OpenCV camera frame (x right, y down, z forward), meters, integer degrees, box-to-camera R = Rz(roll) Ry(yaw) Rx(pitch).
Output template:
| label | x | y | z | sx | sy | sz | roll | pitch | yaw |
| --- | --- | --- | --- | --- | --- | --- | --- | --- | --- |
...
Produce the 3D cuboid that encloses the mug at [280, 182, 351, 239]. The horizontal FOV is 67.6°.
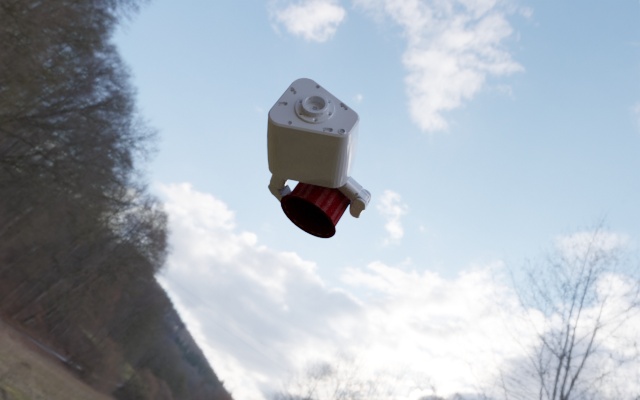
| label | x | y | z | sx | sy | sz | roll | pitch | yaw |
| --- | --- | --- | --- | --- | --- | --- | --- | --- | --- |
| mug | 0.000 | 0.003 | 0.716 | 0.093 | 0.081 | 0.117 | 28 | -30 | 12 |
